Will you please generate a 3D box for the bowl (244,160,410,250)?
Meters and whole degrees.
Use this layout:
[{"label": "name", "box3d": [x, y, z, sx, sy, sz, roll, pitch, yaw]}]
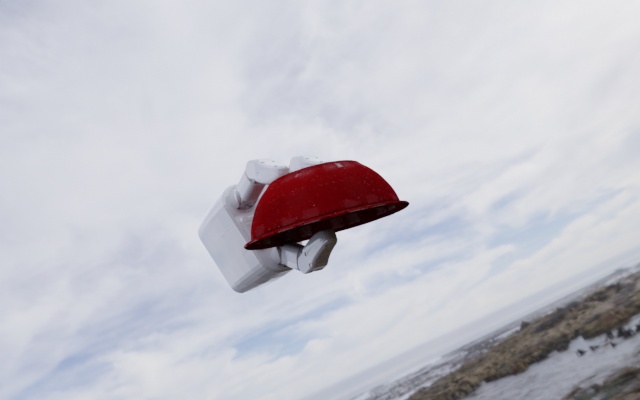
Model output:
[{"label": "bowl", "box3d": [0.001, 0.001, 0.460, 0.162, 0.055, 0.162, -14, -8, -2]}]
